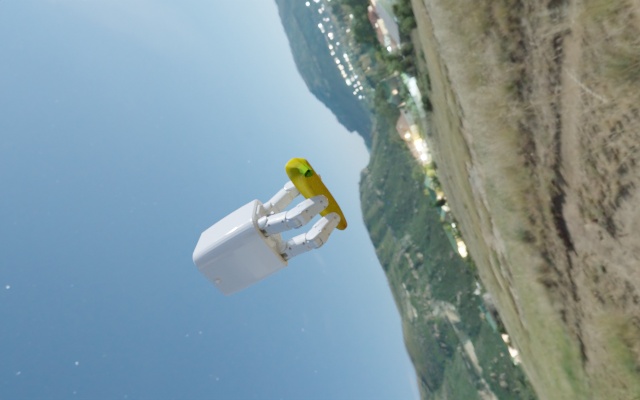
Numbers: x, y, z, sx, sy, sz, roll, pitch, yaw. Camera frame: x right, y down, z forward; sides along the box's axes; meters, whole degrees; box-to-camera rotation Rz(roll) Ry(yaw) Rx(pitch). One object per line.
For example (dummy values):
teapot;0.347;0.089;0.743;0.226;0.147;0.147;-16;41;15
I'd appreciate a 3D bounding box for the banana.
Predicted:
banana;-0.009;-0.013;0.695;0.037;0.069;0.198;-33;-30;3
